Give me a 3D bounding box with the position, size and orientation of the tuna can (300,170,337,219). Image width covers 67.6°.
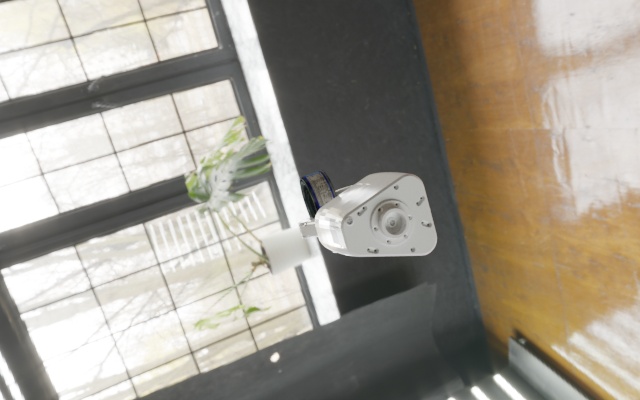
[{"bbox_3d":[0.000,0.002,0.682,0.034,0.086,0.086,-20,4,-10],"label":"tuna can"}]
